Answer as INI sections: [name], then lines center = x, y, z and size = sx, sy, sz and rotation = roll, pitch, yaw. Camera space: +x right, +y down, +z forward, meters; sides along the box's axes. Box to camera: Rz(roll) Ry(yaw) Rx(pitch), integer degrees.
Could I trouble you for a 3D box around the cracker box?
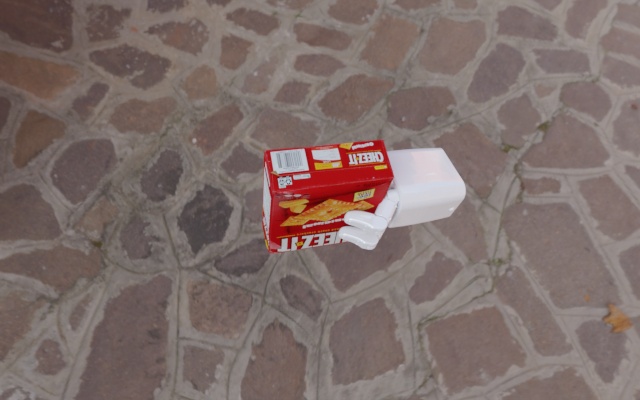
[cracker box]
center = 0.000, 0.002, 0.705
size = 0.164, 0.072, 0.214
rotation = -7, -27, -11
